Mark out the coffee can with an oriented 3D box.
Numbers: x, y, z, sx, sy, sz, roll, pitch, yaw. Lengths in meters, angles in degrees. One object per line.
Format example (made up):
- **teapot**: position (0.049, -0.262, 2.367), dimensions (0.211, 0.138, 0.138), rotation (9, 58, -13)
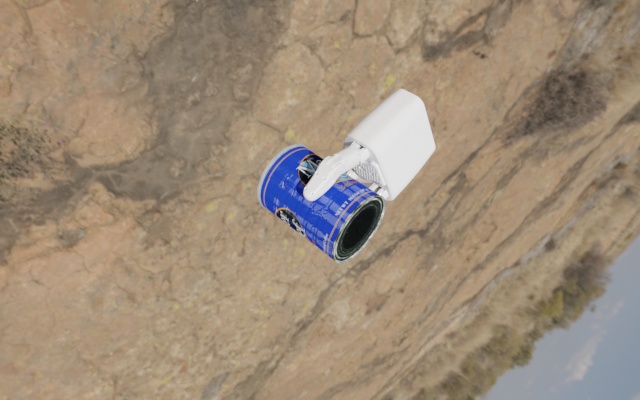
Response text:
- **coffee can**: position (0.000, 0.002, 0.634), dimensions (0.140, 0.103, 0.103), rotation (35, 17, 27)
